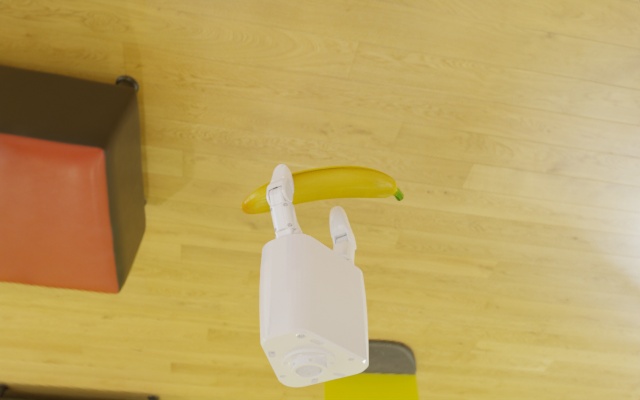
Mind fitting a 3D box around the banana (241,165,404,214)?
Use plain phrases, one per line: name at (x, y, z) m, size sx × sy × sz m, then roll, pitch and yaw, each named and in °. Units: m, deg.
banana at (0.003, -0.011, 0.552) m, size 0.198 × 0.037 × 0.070 m, roll -3°, pitch -41°, yaw -2°
